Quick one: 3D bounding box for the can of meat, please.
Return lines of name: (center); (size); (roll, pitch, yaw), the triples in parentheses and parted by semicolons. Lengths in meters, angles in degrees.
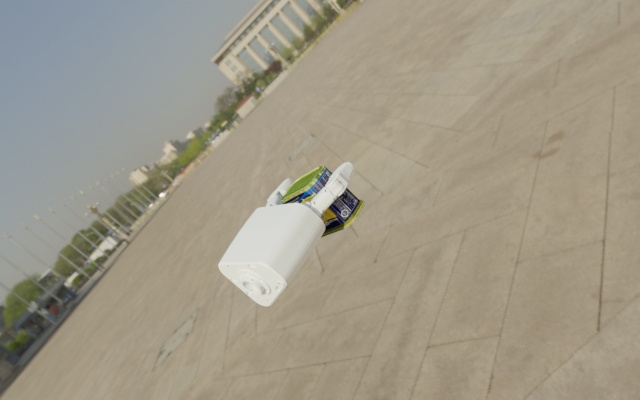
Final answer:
can of meat: (0.000, 0.002, 0.708); (0.084, 0.057, 0.102); (44, -34, -14)
